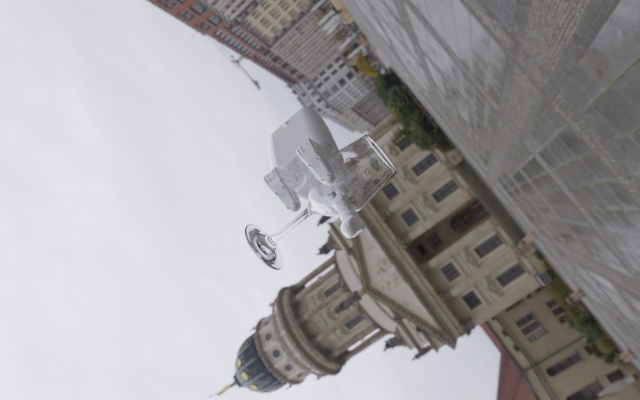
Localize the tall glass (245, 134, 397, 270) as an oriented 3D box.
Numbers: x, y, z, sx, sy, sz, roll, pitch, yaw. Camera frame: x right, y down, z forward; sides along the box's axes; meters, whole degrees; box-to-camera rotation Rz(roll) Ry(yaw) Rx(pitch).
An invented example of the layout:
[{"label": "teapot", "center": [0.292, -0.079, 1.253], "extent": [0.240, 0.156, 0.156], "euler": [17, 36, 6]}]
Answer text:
[{"label": "tall glass", "center": [0.000, 0.003, 0.613], "extent": [0.201, 0.079, 0.079], "euler": [-38, -11, 15]}]
